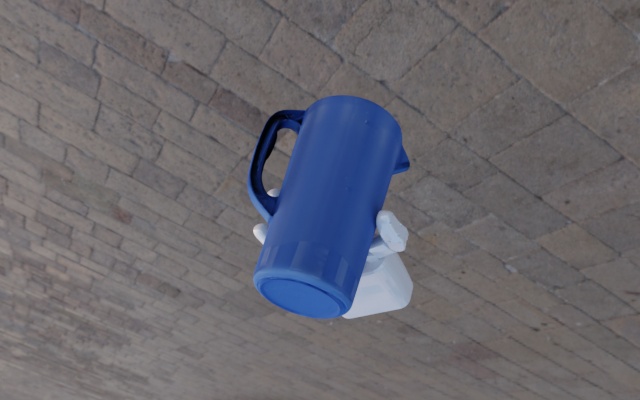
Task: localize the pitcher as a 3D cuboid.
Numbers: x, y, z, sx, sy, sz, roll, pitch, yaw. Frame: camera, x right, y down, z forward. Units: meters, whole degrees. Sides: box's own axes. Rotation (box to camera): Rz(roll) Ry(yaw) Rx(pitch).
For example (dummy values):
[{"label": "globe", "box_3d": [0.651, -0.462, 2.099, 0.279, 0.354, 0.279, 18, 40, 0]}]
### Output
[{"label": "pitcher", "box_3d": [0.000, 0.002, 0.555, 0.149, 0.242, 0.145, -5, -39, 31]}]
